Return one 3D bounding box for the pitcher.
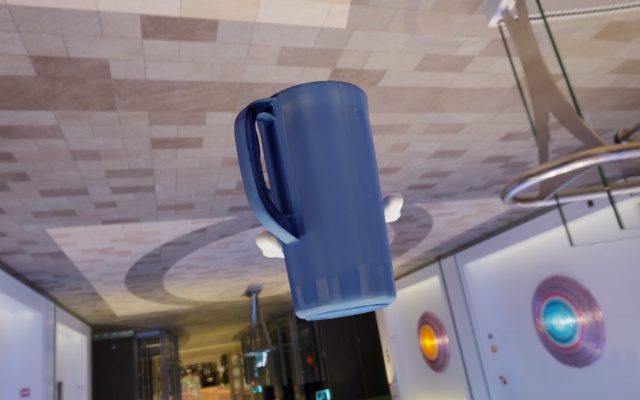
[{"bbox_3d":[0.000,0.002,0.523,0.149,0.242,0.145,-10,-17,1],"label":"pitcher"}]
